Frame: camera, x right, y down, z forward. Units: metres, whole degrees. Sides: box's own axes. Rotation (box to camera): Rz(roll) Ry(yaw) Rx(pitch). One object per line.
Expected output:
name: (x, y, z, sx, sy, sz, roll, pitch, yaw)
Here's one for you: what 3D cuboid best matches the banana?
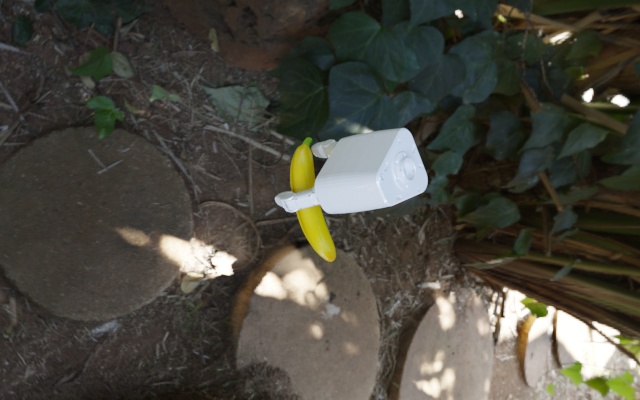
banana: (-0.012, 0.002, 0.723, 0.037, 0.198, 0.069, -8, 3, 39)
